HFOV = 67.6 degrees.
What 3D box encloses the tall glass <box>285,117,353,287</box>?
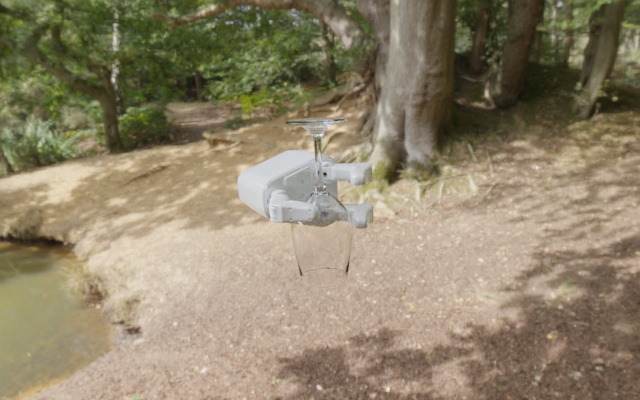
[{"bbox_3d":[0.000,0.001,0.586,0.079,0.201,0.079,-3,14,1],"label":"tall glass"}]
